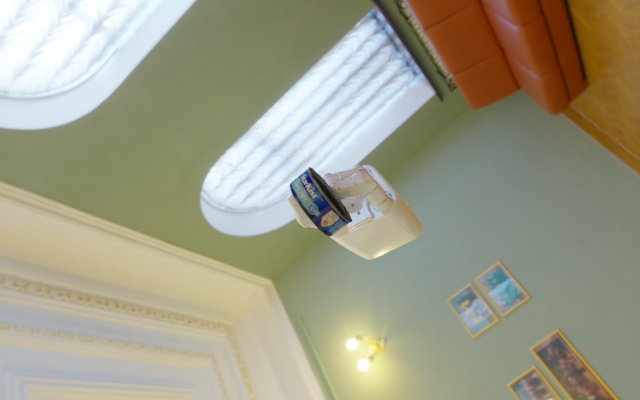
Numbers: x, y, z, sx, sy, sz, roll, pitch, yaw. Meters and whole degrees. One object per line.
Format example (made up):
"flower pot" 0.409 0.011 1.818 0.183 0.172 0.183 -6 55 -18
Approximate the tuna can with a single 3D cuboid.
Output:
"tuna can" 0.000 0.002 0.590 0.034 0.086 0.086 -38 -7 9
